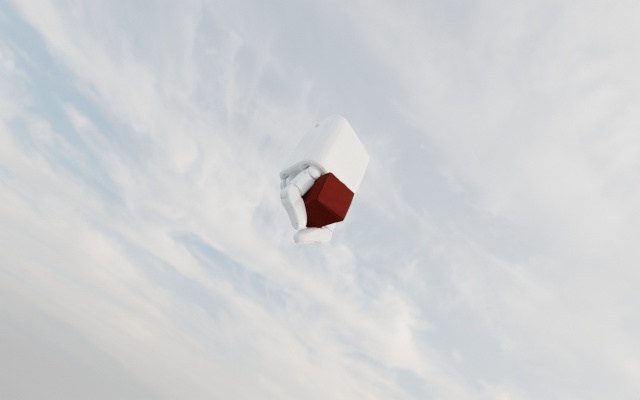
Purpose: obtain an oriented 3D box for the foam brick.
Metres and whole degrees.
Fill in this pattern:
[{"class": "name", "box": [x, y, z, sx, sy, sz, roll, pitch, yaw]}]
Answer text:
[{"class": "foam brick", "box": [0.000, 0.002, 0.679, 0.053, 0.051, 0.078, 41, -34, -22]}]
